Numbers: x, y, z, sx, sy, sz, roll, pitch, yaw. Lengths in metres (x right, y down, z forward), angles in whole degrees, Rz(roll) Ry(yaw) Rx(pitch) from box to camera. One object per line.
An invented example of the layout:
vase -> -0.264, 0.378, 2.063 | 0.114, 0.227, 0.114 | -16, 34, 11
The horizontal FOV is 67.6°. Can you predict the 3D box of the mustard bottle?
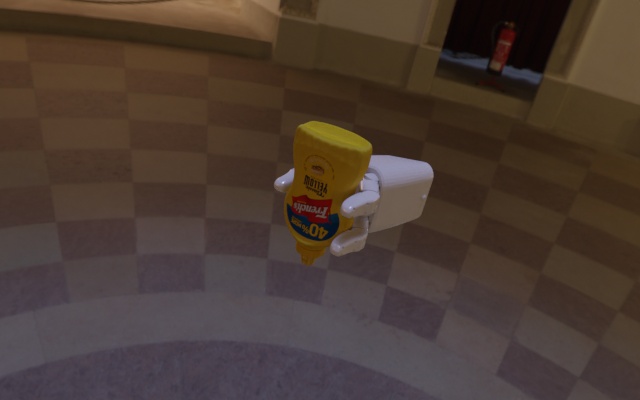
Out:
mustard bottle -> 0.000, 0.002, 0.616 | 0.096, 0.192, 0.058 | 24, 30, 22
